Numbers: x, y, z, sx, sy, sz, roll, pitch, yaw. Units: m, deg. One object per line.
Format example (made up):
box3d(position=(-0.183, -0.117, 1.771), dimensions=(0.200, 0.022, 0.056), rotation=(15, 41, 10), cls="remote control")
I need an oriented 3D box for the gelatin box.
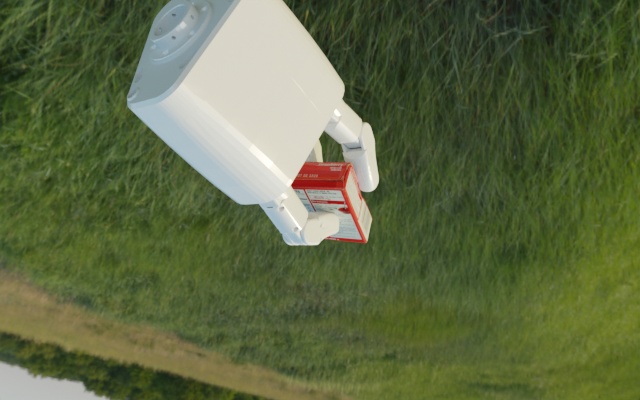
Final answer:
box3d(position=(0.000, 0.002, 0.422), dimensions=(0.073, 0.030, 0.089), rotation=(3, -33, 22), cls="gelatin box")
